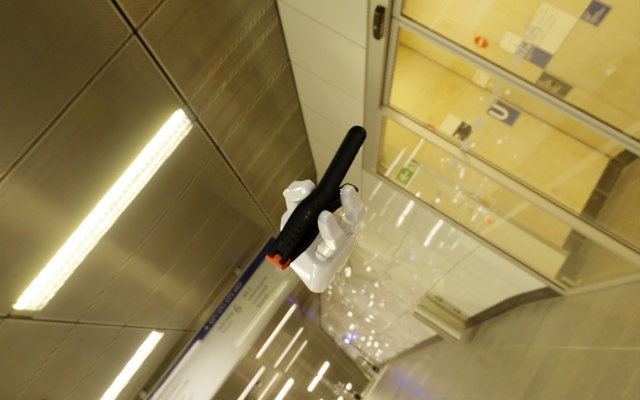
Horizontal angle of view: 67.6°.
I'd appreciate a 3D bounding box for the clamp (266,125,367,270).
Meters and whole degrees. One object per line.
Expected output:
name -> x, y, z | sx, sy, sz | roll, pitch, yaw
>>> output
clamp -> -0.001, 0.002, 0.657 | 0.036, 0.210, 0.165 | 31, -32, 17
